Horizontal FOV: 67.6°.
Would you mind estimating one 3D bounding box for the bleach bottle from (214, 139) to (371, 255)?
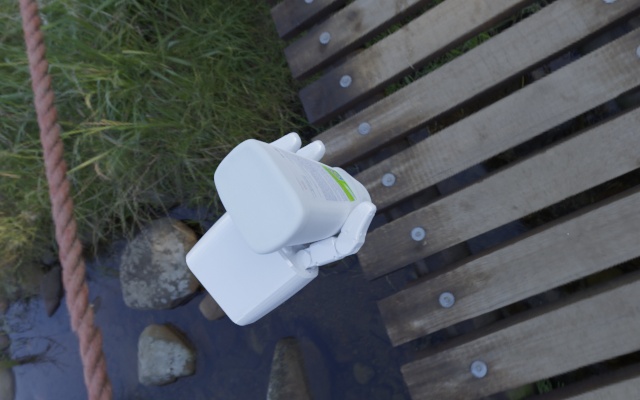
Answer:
[{"bbox_3d":[0.000,0.002,0.517,0.068,0.102,0.251,-41,-20,19],"label":"bleach bottle"}]
